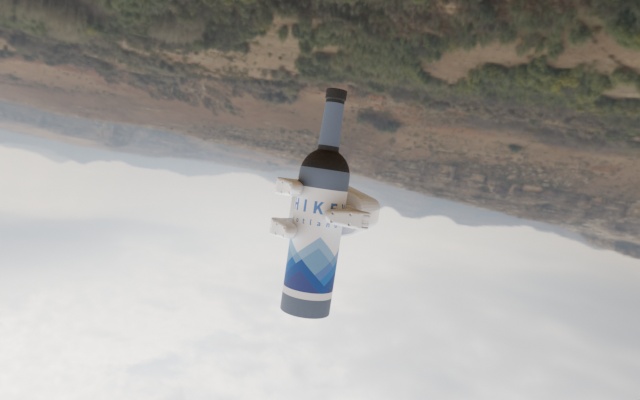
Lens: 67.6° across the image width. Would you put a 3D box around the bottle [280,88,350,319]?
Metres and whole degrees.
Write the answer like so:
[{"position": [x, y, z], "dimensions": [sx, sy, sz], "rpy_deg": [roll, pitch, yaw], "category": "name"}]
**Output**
[{"position": [0.000, 0.002, 0.628], "dimensions": [0.069, 0.296, 0.069], "rpy_deg": [8, 4, -1], "category": "bottle"}]
